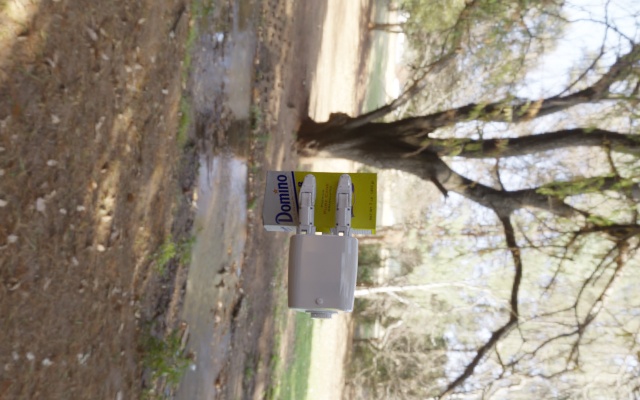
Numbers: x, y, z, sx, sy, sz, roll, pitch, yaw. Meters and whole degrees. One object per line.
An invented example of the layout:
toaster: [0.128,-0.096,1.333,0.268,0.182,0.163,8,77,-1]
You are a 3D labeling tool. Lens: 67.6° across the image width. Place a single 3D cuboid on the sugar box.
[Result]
sugar box: [0.000,0.002,0.750,0.176,0.093,0.048,2,-17,5]
